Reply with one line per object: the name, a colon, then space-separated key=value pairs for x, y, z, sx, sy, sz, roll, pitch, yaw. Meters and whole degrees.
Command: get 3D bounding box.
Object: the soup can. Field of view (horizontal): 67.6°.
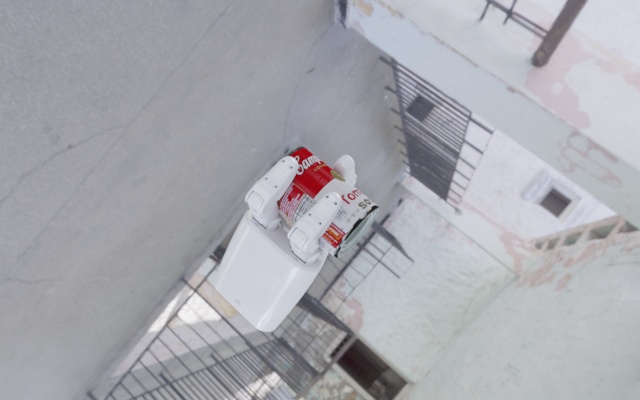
soup can: x=0.001 y=0.001 z=0.484 sx=0.102 sy=0.068 sz=0.068 roll=40 pitch=12 yaw=15
